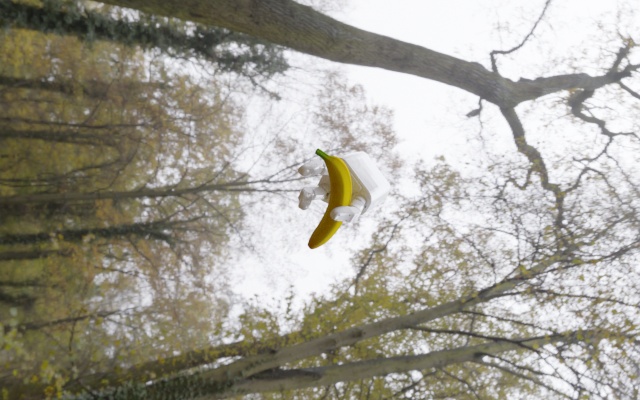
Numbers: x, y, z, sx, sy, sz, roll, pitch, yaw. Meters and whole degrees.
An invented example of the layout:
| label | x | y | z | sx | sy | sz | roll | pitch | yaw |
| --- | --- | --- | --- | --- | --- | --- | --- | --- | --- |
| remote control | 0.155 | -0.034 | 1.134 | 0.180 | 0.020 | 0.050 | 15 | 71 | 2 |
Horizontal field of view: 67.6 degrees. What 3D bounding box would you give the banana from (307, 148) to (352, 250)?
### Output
| label | x | y | z | sx | sy | sz | roll | pitch | yaw |
| --- | --- | --- | --- | --- | --- | --- | --- | --- | --- |
| banana | 0.019 | 0.003 | 0.851 | 0.069 | 0.198 | 0.037 | 9 | 24 | 9 |
